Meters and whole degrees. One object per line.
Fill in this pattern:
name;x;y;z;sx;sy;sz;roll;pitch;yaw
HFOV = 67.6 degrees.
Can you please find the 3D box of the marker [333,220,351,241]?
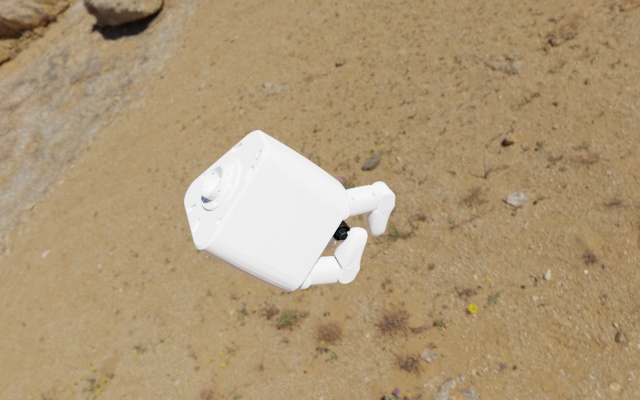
marker;0.000;0.002;0.497;0.020;0.020;0.121;0;33;-26
